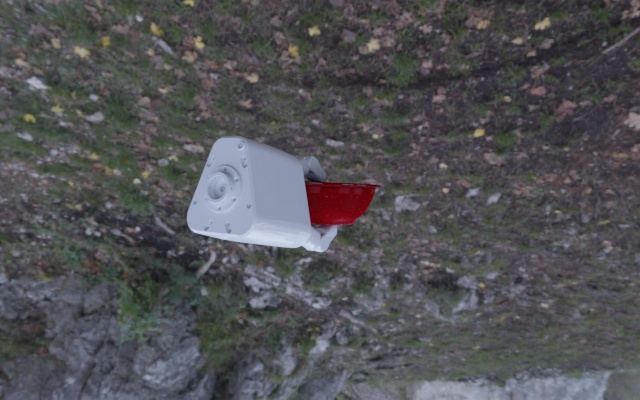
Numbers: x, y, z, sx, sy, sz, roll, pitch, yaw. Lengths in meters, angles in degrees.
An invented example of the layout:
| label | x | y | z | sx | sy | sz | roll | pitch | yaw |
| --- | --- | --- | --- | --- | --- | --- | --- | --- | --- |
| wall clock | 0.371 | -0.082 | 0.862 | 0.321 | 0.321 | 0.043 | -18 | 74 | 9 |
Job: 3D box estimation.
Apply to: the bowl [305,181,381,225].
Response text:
| label | x | y | z | sx | sy | sz | roll | pitch | yaw |
| --- | --- | --- | --- | --- | --- | --- | --- | --- | --- |
| bowl | 0.001 | 0.003 | 0.651 | 0.162 | 0.055 | 0.162 | 2 | 2 | 0 |
